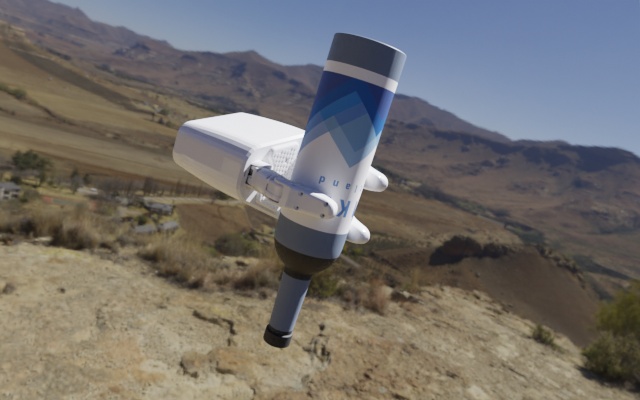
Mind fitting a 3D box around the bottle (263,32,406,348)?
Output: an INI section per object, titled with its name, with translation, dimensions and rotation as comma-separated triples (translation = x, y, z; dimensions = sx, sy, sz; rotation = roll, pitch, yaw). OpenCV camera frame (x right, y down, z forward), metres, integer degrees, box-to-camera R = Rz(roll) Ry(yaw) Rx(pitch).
[bottle]
translation = 0.000, 0.001, 0.446
dimensions = 0.069, 0.296, 0.069
rotation = 17, 11, -3
